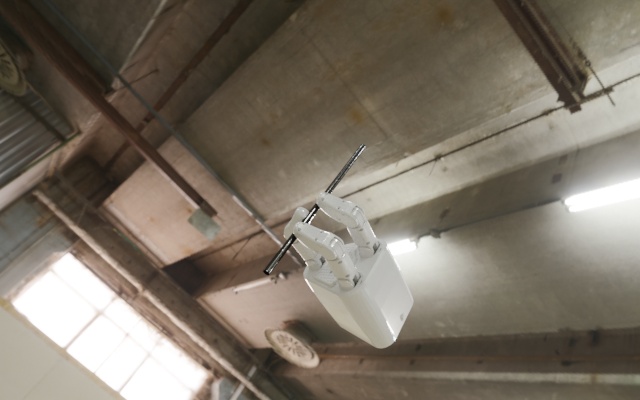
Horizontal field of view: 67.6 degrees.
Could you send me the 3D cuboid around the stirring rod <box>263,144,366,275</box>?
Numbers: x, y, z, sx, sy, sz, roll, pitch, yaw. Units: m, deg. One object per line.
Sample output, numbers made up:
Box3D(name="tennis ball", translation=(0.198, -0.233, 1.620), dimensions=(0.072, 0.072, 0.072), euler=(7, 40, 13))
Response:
Box3D(name="stirring rod", translation=(0.000, 0.002, 0.590), dimensions=(0.011, 0.011, 0.239), euler=(0, 40, 40))
